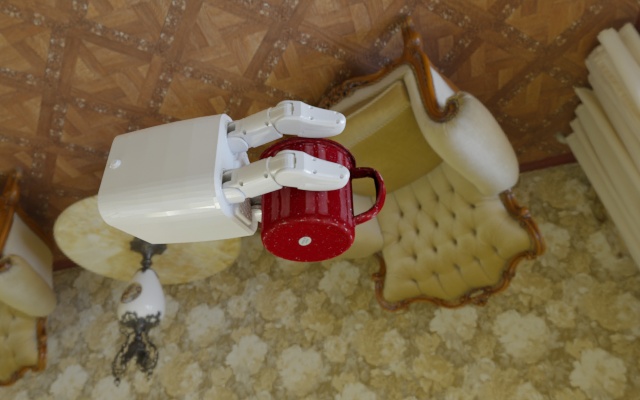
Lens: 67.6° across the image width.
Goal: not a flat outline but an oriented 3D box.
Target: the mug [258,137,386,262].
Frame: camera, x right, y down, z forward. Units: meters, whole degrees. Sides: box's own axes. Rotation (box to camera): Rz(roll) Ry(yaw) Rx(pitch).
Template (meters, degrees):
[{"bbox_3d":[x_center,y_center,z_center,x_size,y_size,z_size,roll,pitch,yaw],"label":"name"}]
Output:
[{"bbox_3d":[0.002,0.001,0.426,0.117,0.081,0.093,-8,-34,9],"label":"mug"}]
